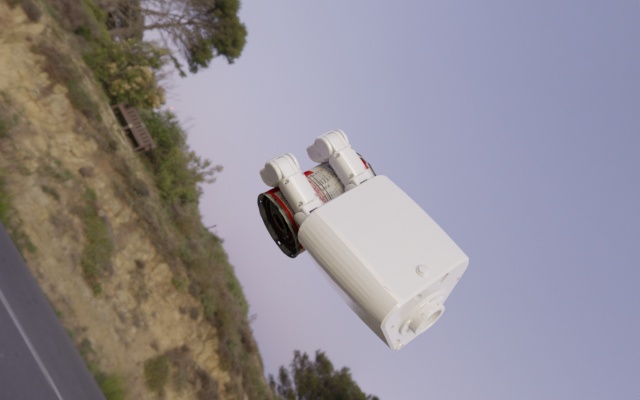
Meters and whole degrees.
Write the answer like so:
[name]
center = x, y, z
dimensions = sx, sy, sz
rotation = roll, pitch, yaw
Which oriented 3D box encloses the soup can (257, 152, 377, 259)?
[soup can]
center = 0.000, 0.001, 0.461
dimensions = 0.102, 0.068, 0.068
rotation = -29, 12, -22
